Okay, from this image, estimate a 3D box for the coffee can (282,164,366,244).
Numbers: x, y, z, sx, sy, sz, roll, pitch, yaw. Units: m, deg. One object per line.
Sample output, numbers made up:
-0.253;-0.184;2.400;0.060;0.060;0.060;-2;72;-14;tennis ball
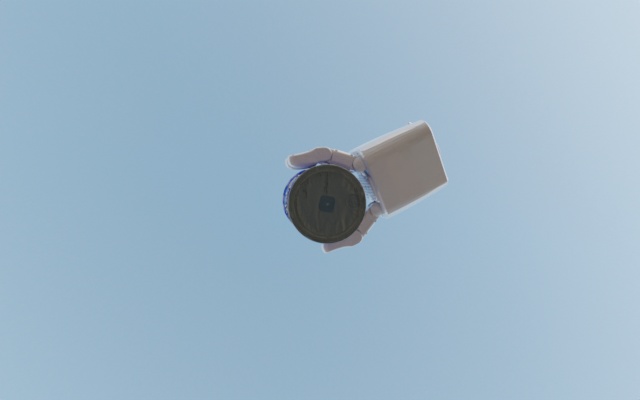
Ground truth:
0.000;0.002;0.681;0.103;0.103;0.140;0;2;-8;coffee can
